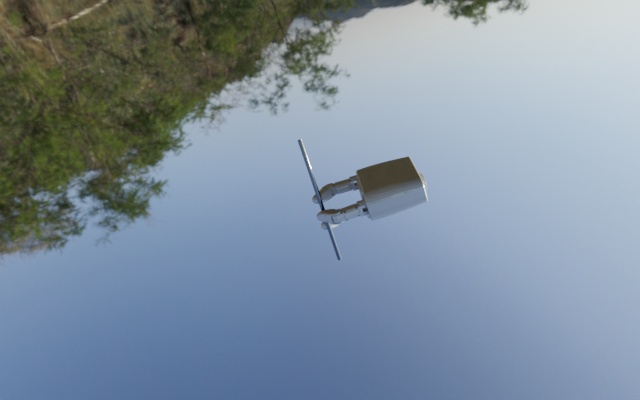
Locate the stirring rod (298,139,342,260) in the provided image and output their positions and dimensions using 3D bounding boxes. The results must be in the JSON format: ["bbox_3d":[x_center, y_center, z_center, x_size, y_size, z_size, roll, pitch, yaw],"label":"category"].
[{"bbox_3d":[0.000,0.003,0.871,0.011,0.239,0.011,-17,18,5],"label":"stirring rod"}]
